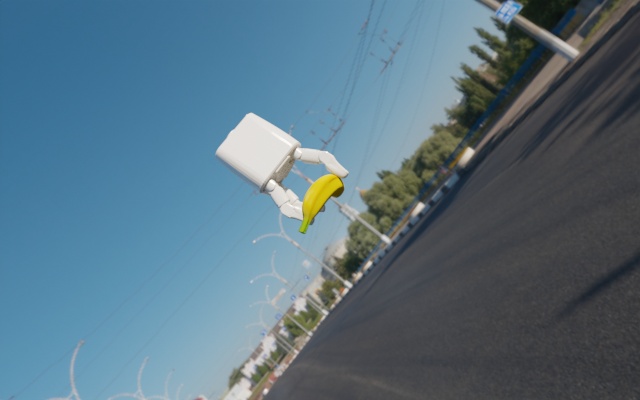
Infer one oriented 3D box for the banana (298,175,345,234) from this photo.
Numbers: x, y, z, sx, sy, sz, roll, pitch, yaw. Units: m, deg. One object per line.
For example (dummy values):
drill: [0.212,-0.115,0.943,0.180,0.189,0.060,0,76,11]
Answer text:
banana: [0.006,-0.011,0.810,0.037,0.070,0.197,31,26,9]
